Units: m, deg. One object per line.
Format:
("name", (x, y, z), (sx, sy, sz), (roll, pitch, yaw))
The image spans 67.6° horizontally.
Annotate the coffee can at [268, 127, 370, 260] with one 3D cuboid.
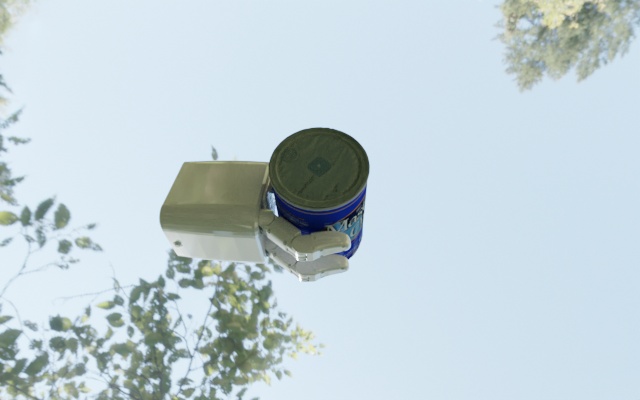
("coffee can", (0.000, 0.002, 0.540), (0.103, 0.102, 0.140), (0, -33, 2))
